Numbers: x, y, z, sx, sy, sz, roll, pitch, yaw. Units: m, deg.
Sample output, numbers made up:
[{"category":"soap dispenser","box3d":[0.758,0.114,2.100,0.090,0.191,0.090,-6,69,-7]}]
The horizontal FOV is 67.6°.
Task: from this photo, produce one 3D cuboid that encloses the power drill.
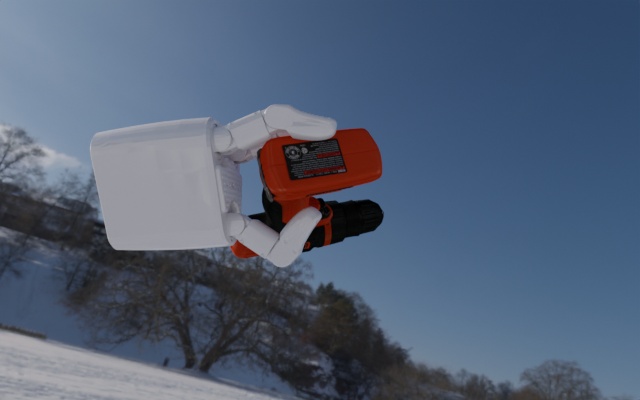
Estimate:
[{"category":"power drill","box3d":[0.000,0.001,0.489,0.184,0.057,0.188,-11,-24,-17]}]
